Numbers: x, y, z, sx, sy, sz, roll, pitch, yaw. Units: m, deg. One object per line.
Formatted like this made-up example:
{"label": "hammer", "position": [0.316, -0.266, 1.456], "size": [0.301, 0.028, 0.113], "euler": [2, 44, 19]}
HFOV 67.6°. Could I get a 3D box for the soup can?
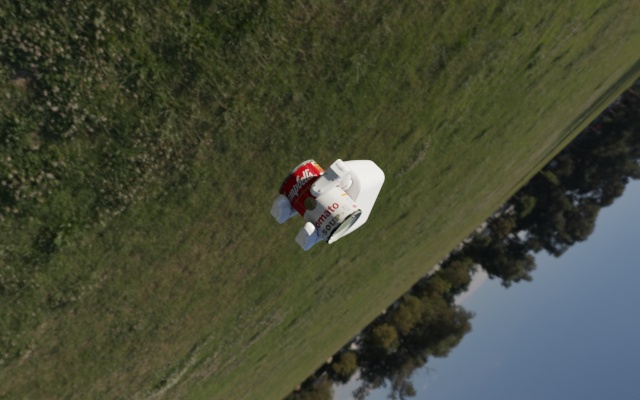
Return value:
{"label": "soup can", "position": [0.000, 0.002, 0.668], "size": [0.068, 0.102, 0.068], "euler": [-40, -15, -13]}
